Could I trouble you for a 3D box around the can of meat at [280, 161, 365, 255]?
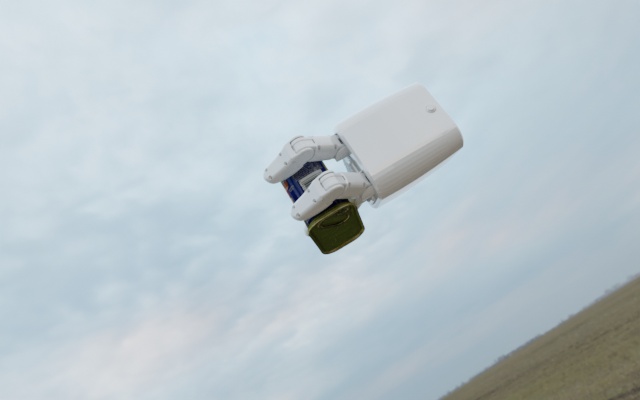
[{"bbox_3d":[0.000,0.002,0.531,0.057,0.084,0.102,-31,-26,-1],"label":"can of meat"}]
